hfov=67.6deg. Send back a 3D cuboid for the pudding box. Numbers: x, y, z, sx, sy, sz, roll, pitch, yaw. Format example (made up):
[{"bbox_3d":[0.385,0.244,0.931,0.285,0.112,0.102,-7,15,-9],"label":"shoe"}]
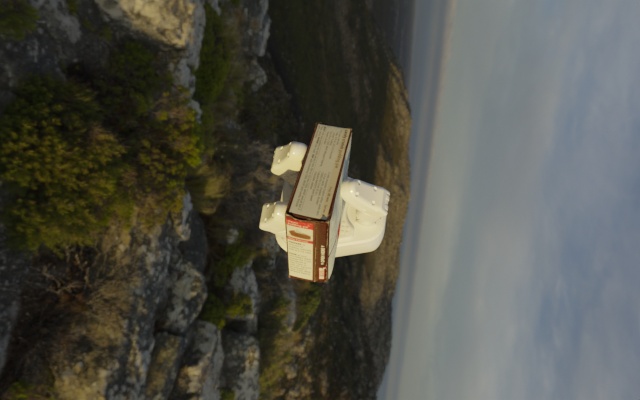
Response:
[{"bbox_3d":[0.000,0.001,0.421,0.039,0.113,0.090,8,-41,7],"label":"pudding box"}]
